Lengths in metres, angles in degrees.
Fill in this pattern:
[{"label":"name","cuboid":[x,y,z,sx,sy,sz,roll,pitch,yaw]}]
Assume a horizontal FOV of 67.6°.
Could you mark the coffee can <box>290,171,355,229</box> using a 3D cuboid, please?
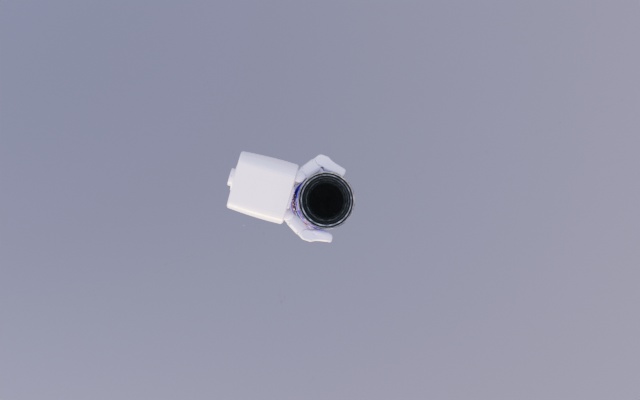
[{"label":"coffee can","cuboid":[0.000,0.003,0.900,0.103,0.103,0.140,0,-3,-9]}]
